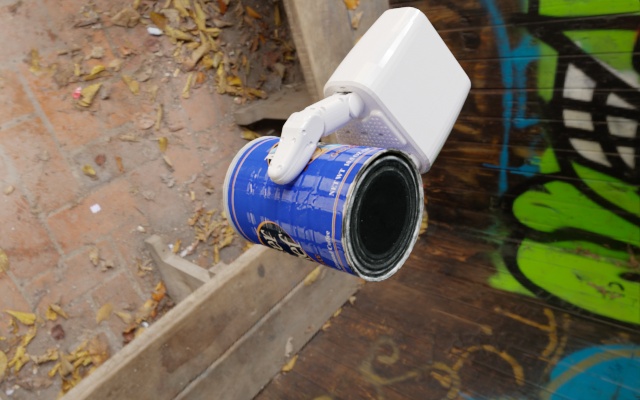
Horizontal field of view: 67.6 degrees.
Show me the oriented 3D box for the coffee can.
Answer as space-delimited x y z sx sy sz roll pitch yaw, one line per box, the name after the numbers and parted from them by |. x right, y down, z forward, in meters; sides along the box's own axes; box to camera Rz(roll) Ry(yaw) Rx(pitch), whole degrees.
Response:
0.000 0.001 0.406 0.140 0.103 0.103 12 8 42 | coffee can
